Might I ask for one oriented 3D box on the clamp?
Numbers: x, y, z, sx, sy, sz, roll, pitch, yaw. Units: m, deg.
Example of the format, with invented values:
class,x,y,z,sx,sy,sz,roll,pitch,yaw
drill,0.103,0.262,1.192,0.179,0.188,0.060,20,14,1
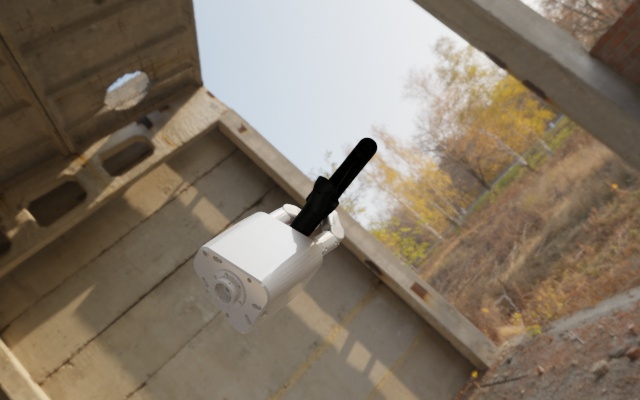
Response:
class,x,y,z,sx,sy,sz,roll,pitch,yaw
clamp,0.000,0.002,0.588,0.039,0.171,0.120,43,37,12
